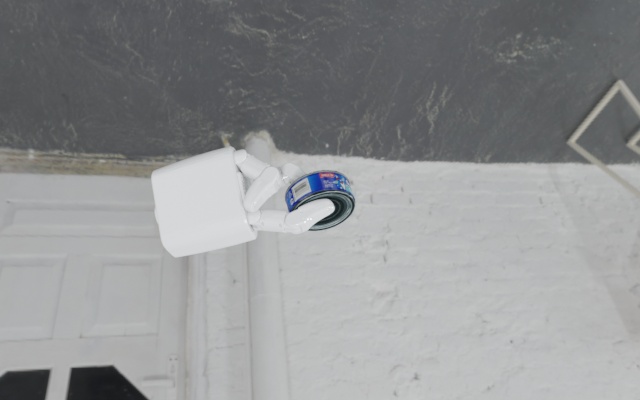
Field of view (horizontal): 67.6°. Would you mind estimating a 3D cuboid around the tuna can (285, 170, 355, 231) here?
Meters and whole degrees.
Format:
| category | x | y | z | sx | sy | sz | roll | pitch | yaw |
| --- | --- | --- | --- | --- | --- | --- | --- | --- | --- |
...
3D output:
| category | x | y | z | sx | sy | sz | roll | pitch | yaw |
| --- | --- | --- | --- | --- | --- | --- | --- | --- | --- |
| tuna can | 0.000 | 0.002 | 0.602 | 0.086 | 0.033 | 0.086 | -11 | -35 | -8 |
